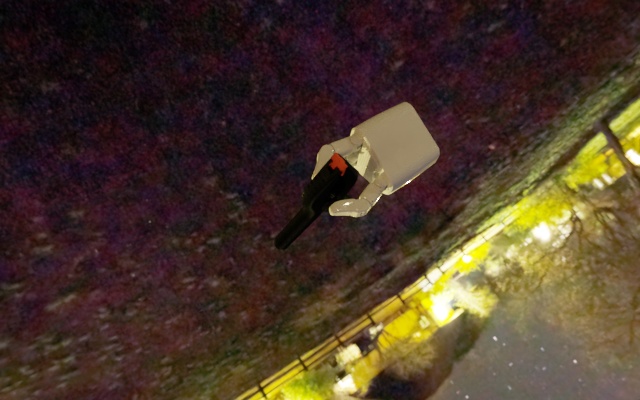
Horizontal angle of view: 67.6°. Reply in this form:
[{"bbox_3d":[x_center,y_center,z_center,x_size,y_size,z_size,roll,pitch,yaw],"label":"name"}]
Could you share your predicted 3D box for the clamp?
[{"bbox_3d":[0.001,0.003,0.731,0.164,0.036,0.210,-32,-19,-18],"label":"clamp"}]
